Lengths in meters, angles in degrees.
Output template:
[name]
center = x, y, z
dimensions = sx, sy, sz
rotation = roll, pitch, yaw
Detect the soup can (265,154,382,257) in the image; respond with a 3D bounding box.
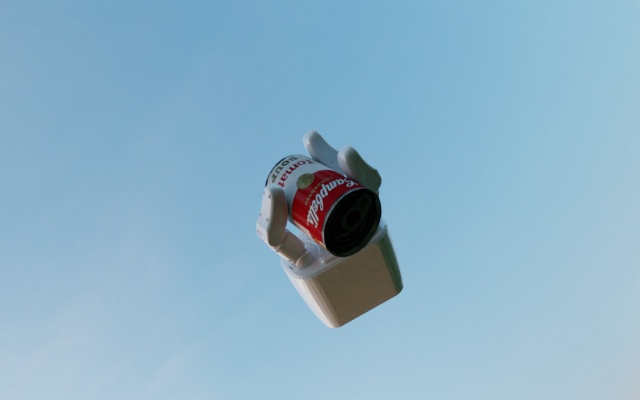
[soup can]
center = 0.000, 0.001, 0.461
dimensions = 0.068, 0.068, 0.102
rotation = 0, 22, -40
